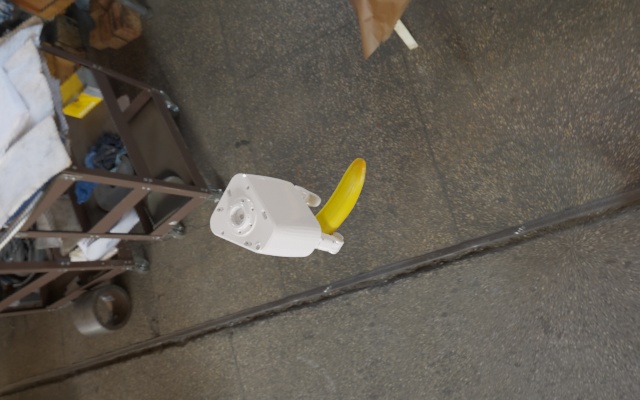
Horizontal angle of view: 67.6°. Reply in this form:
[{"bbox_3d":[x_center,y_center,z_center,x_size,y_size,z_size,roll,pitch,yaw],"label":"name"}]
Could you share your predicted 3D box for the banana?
[{"bbox_3d":[0.006,0.019,0.737,0.198,0.069,0.037,-42,-29,24],"label":"banana"}]
